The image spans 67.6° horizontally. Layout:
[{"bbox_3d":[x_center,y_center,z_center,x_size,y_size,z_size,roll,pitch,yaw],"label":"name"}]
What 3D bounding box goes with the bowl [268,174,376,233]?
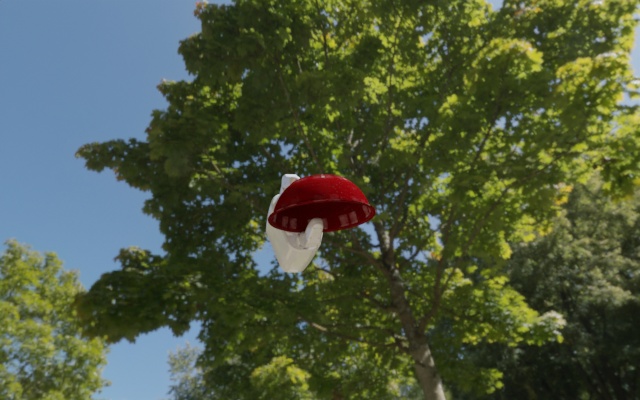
[{"bbox_3d":[0.001,0.002,0.720,0.162,0.055,0.162,-4,-18,-1],"label":"bowl"}]
